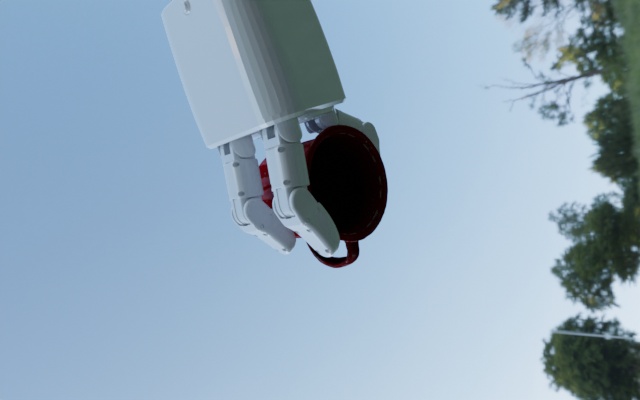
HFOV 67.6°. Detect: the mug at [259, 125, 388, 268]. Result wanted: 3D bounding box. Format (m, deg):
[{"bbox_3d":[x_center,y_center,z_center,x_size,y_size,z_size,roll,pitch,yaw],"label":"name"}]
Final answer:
[{"bbox_3d":[0.000,0.003,0.407,0.093,0.117,0.081,-25,11,-41],"label":"mug"}]
